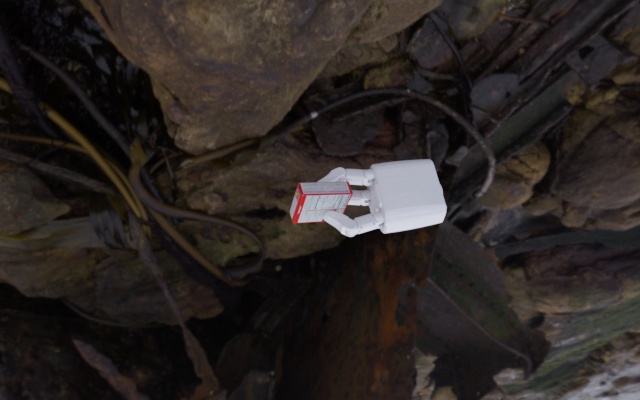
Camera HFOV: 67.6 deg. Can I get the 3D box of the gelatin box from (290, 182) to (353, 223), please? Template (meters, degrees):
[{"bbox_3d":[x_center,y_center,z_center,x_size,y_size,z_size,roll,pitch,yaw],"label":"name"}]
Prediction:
[{"bbox_3d":[0.000,0.003,0.784,0.089,0.030,0.073,-3,-39,-21],"label":"gelatin box"}]
